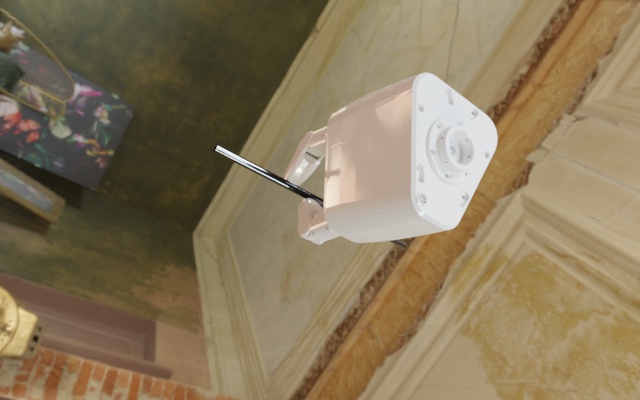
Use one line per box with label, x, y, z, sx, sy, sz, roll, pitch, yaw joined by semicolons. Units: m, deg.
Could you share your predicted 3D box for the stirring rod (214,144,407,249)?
stirring rod;0.000;0.002;0.489;0.239;0.011;0.011;27;-13;-26
